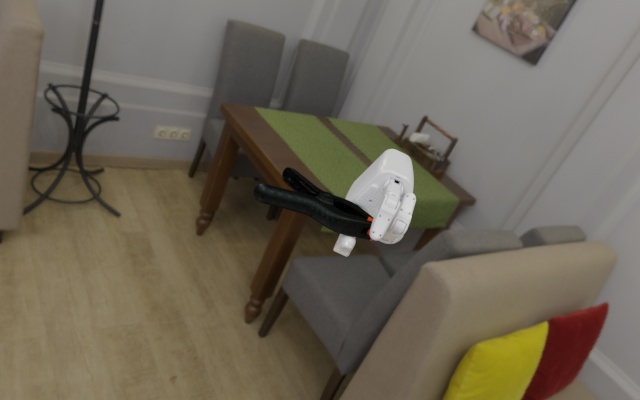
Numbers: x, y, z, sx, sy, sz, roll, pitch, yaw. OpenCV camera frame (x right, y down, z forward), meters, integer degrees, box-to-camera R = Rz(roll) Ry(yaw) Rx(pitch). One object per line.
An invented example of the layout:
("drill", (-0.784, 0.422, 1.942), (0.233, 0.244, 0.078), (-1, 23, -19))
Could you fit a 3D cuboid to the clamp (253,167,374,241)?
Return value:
("clamp", (0.000, 0.002, 0.665), (0.171, 0.039, 0.120), (25, 28, -1))
